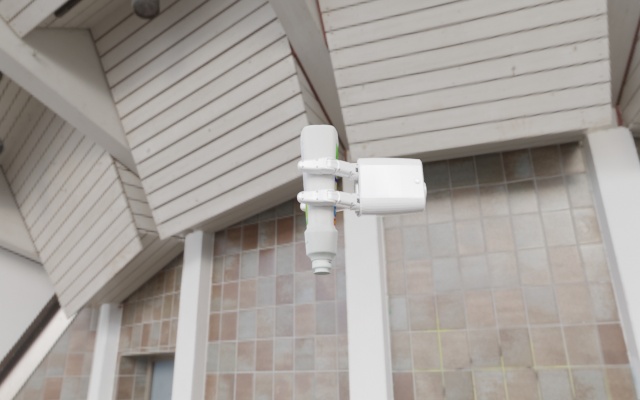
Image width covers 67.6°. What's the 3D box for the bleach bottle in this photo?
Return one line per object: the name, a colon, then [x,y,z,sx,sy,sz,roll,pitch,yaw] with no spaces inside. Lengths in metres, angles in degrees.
bleach bottle: [0.000,0.003,0.817,0.068,0.250,0.103,-1,-20,1]
